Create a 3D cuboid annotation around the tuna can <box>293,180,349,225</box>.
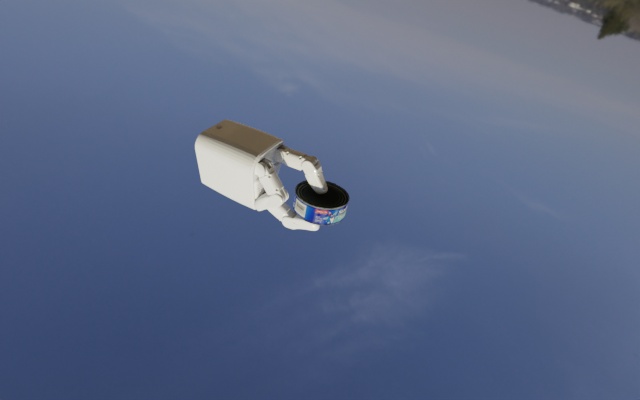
[{"bbox_3d":[0.000,0.003,0.747,0.086,0.034,0.086,8,31,-5],"label":"tuna can"}]
